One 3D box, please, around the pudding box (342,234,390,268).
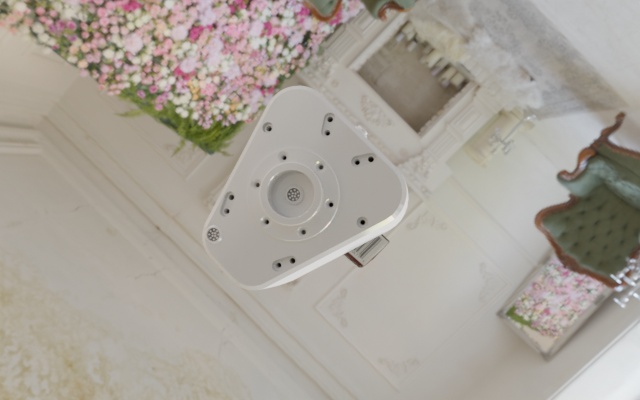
[{"bbox_3d":[0.000,0.002,0.432,0.113,0.039,0.090,45,2,-21],"label":"pudding box"}]
